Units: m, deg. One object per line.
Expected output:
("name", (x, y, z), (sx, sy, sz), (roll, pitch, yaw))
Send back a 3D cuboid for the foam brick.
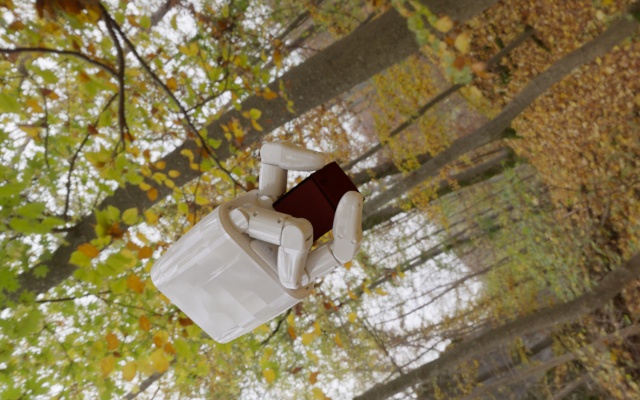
("foam brick", (0.000, 0.001, 0.463), (0.051, 0.053, 0.078), (-38, -1, 24))
